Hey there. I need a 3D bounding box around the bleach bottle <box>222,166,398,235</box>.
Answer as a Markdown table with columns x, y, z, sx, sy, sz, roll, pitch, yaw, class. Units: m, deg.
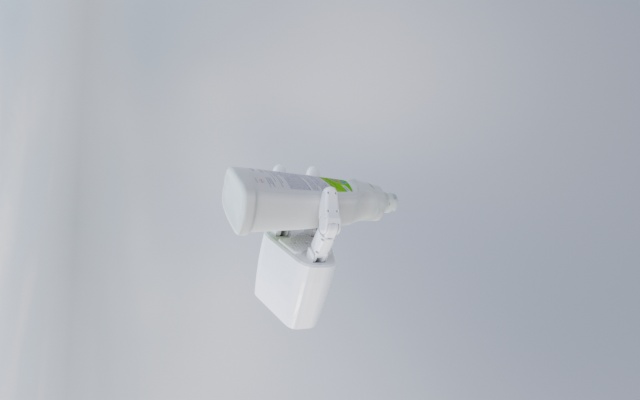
| x | y | z | sx | sy | sz | roll | pitch | yaw | class |
| --- | --- | --- | --- | --- | --- | --- | --- | --- | --- |
| 0.000 | 0.002 | 0.653 | 0.251 | 0.068 | 0.102 | 3 | 26 | -27 | bleach bottle |
